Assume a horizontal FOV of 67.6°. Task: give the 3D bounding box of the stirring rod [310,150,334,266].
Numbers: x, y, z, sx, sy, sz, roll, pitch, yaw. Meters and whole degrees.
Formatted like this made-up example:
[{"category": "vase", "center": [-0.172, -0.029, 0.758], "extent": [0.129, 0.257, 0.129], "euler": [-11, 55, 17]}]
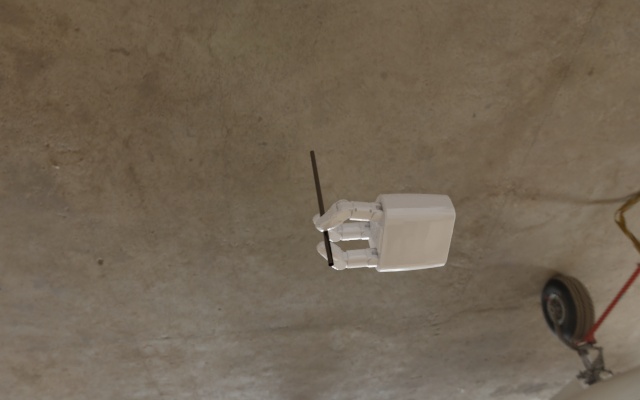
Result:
[{"category": "stirring rod", "center": [0.000, 0.002, 0.733], "extent": [0.011, 0.239, 0.011], "euler": [-5, -44, -5]}]
